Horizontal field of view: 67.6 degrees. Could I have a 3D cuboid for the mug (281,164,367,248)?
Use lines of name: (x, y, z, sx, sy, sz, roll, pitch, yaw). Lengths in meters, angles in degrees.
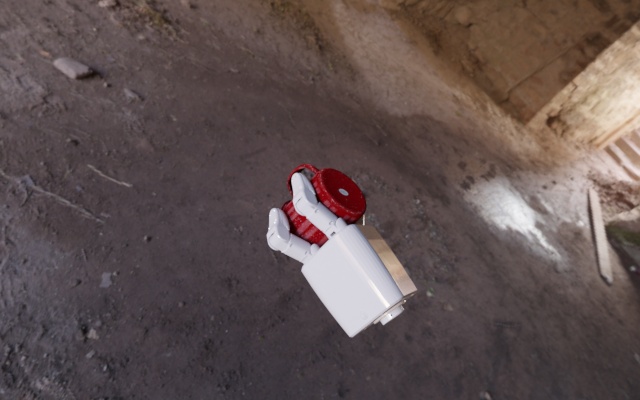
mug: (-0.001, 0.001, 0.638, 0.081, 0.117, 0.093, -47, -20, 31)
